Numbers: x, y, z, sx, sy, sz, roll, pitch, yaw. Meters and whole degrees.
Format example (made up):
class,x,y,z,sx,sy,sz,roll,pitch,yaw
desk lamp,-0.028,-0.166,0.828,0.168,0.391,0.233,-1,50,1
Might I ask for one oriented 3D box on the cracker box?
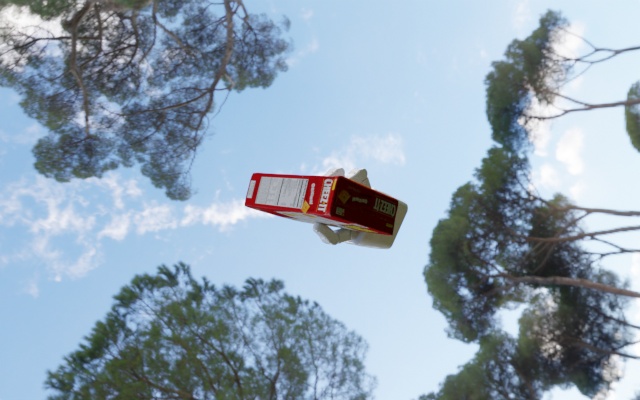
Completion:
class,x,y,z,sx,sy,sz,roll,pitch,yaw
cracker box,0.000,0.003,0.828,0.213,0.072,0.164,5,-9,44
